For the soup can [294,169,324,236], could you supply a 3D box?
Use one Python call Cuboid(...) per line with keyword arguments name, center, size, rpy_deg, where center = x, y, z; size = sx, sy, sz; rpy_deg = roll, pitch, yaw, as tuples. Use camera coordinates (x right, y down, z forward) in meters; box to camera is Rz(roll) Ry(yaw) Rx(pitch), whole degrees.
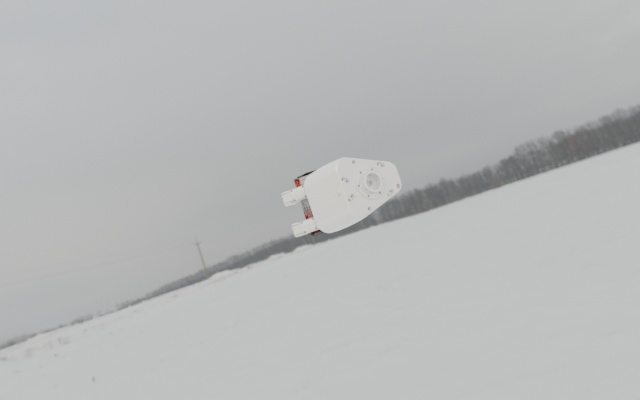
Cuboid(name="soup can", center=(0.000, 0.002, 0.815), size=(0.068, 0.102, 0.068), rpy_deg=(-18, -5, -2))
